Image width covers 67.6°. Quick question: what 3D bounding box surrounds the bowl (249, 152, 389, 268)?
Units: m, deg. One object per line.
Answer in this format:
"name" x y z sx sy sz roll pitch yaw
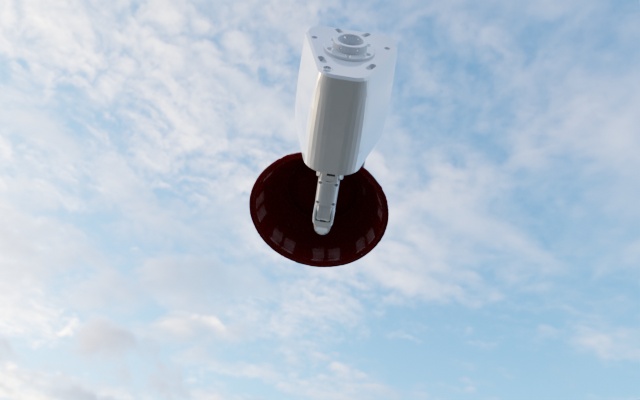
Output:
"bowl" 0.000 0.003 0.570 0.162 0.162 0.055 0 33 8
